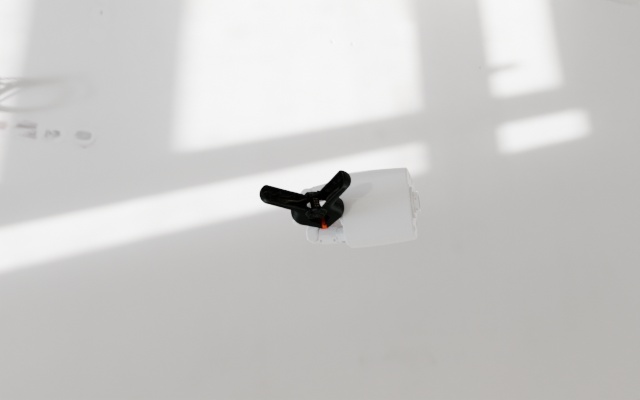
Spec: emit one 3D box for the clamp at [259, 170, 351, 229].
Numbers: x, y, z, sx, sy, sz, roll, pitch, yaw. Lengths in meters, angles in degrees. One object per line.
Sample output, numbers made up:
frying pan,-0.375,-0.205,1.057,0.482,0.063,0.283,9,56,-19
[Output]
clamp,0.000,0.003,0.676,0.120,0.039,0.171,-8,-18,17
